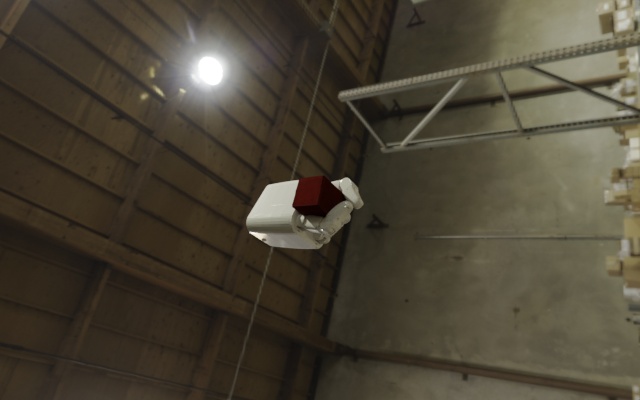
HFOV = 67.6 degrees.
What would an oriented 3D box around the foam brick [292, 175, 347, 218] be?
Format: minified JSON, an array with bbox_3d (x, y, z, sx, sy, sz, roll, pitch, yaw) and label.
[{"bbox_3d":[0.000,0.002,0.762,0.051,0.053,0.078,-3,-29,34],"label":"foam brick"}]
